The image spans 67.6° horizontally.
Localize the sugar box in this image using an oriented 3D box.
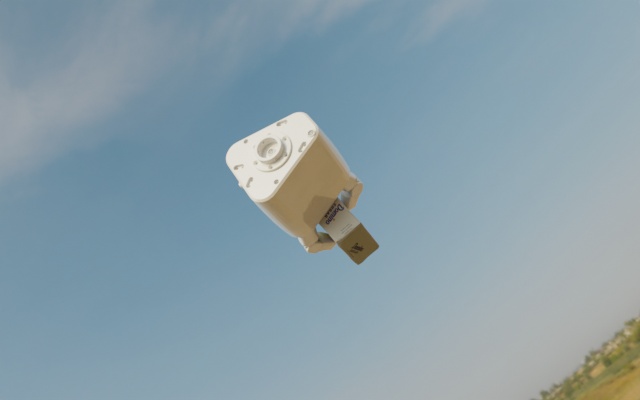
[{"bbox_3d":[0.000,0.002,0.645,0.048,0.176,0.093,-40,-32,1],"label":"sugar box"}]
